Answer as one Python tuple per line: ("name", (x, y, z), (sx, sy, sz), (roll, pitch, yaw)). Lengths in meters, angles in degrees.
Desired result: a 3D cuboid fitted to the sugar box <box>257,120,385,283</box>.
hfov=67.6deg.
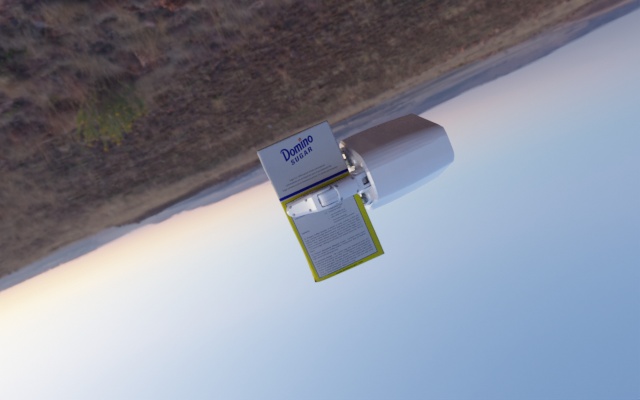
("sugar box", (0.000, 0.002, 0.583), (0.093, 0.176, 0.048), (-24, 6, -3))
